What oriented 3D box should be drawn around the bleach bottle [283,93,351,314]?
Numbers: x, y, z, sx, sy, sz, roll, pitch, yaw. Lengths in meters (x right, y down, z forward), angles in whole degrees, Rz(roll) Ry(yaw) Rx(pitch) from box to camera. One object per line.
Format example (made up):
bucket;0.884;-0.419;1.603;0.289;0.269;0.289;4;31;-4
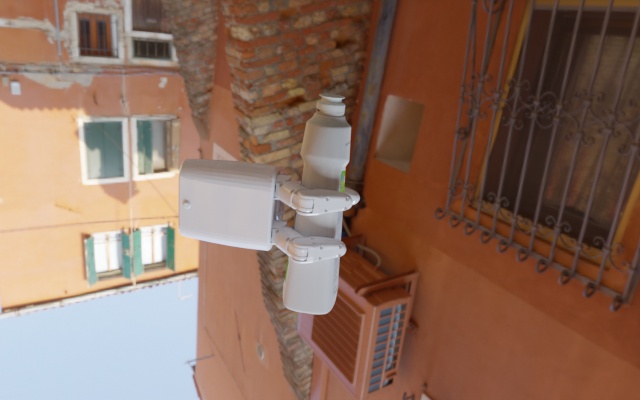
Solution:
bleach bottle;0.000;0.002;0.563;0.068;0.251;0.102;7;19;3
